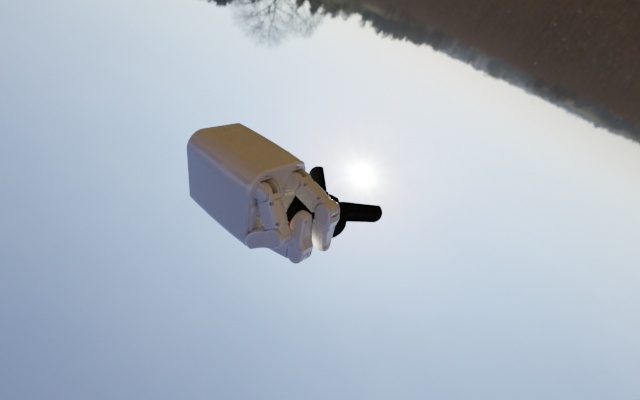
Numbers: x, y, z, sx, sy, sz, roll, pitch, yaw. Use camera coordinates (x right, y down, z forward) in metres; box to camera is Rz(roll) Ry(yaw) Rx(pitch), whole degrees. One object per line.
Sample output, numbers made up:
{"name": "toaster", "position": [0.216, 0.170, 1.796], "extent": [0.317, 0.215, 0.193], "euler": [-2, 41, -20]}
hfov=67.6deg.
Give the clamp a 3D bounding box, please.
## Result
{"name": "clamp", "position": [0.000, 0.003, 0.622], "extent": [0.120, 0.039, 0.171], "euler": [34, 24, 23]}
